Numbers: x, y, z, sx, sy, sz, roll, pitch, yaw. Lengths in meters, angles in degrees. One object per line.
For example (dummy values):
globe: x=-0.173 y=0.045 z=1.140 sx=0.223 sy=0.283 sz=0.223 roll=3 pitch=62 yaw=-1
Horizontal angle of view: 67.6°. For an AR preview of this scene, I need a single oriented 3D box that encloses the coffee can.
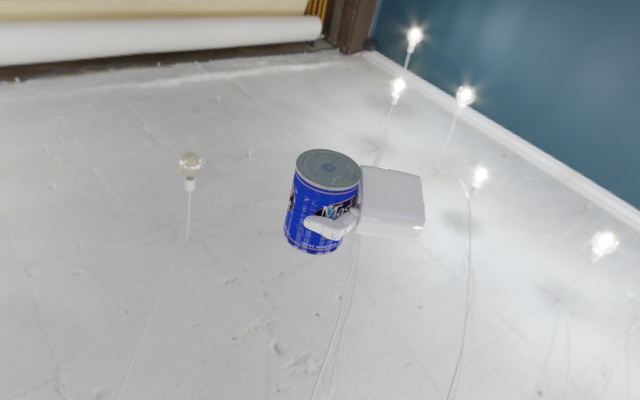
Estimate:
coffee can: x=0.000 y=0.002 z=0.772 sx=0.103 sy=0.140 sz=0.102 roll=9 pitch=38 yaw=-7
